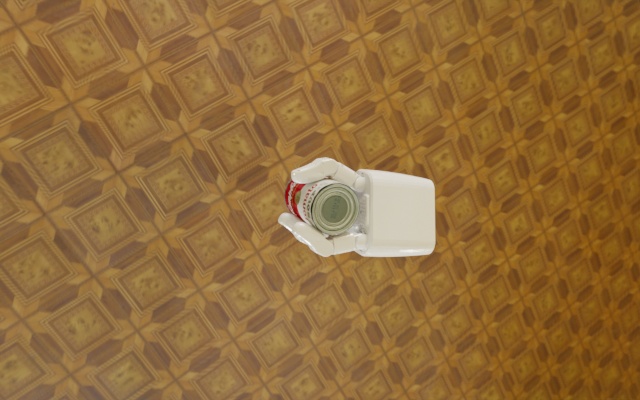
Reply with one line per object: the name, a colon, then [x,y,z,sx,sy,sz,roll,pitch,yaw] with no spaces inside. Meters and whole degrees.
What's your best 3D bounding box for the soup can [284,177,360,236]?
soup can: [0.000,0.002,0.632,0.068,0.068,0.102,0,11,-23]
